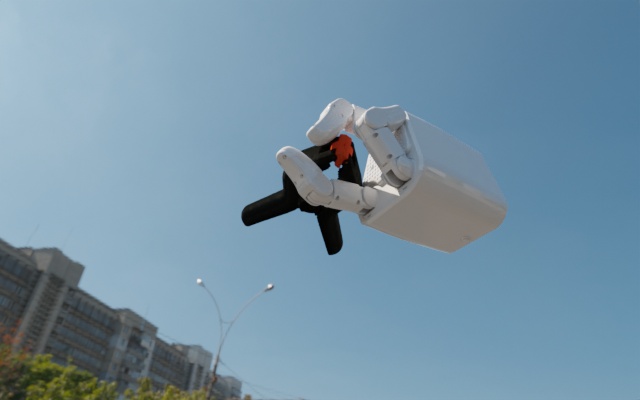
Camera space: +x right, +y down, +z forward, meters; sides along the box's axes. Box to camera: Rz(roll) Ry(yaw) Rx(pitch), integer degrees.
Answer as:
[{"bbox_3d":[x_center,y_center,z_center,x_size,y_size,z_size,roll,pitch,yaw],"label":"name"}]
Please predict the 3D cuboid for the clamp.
[{"bbox_3d":[0.000,0.001,0.496,0.120,0.039,0.171,21,-37,-21],"label":"clamp"}]
